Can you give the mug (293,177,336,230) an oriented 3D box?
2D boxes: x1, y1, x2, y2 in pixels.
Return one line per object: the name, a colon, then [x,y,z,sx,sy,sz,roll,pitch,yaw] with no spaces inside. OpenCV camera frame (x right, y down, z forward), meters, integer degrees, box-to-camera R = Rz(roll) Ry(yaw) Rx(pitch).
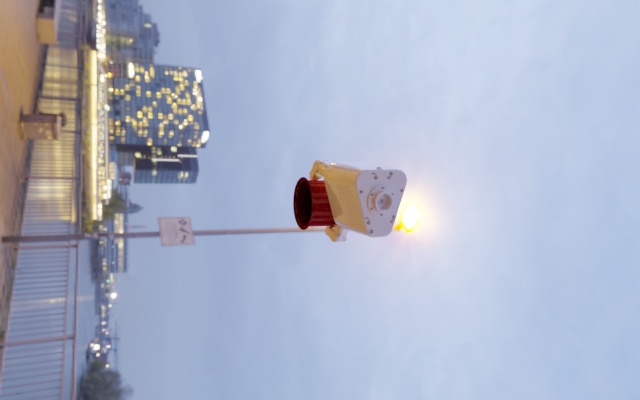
mug: [0.000,0.003,0.864,0.081,0.093,0.117,0,11,-24]
